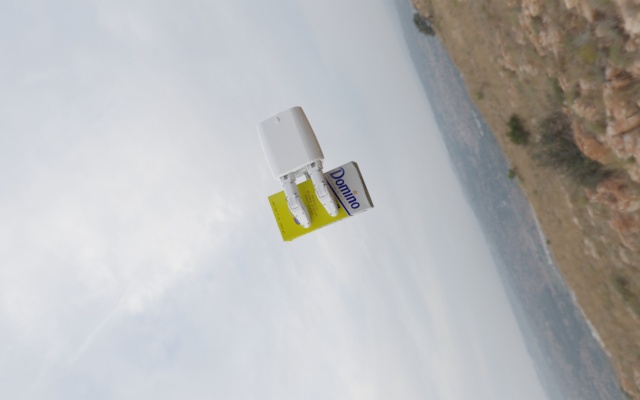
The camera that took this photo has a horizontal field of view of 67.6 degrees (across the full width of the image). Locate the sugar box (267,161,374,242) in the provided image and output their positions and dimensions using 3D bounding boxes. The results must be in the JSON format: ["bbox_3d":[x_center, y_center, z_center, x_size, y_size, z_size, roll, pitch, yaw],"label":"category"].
[{"bbox_3d":[0.000,0.003,0.881,0.176,0.093,0.048,-23,-7,15],"label":"sugar box"}]
